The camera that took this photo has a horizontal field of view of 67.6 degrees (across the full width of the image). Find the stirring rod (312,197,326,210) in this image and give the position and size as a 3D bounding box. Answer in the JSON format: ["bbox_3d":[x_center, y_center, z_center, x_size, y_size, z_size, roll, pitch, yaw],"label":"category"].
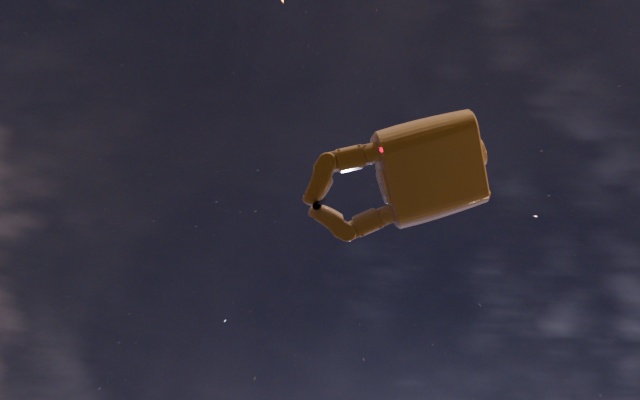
[{"bbox_3d":[0.000,0.002,0.599,0.011,0.011,0.239,0,2,2],"label":"stirring rod"}]
